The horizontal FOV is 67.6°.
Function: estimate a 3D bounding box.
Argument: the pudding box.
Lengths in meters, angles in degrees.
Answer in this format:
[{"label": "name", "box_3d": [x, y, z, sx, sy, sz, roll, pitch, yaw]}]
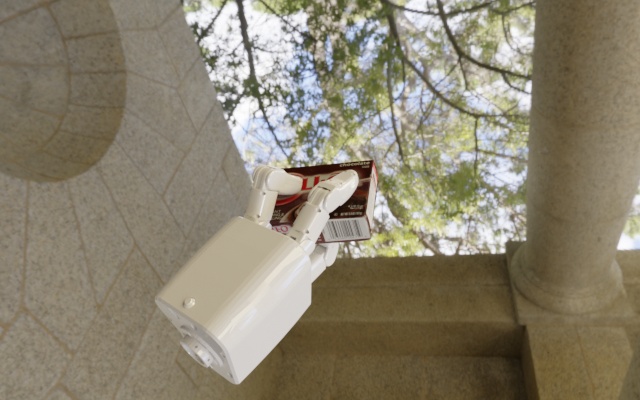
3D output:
[{"label": "pudding box", "box_3d": [0.000, 0.002, 0.496, 0.113, 0.039, 0.090, -3, 42, 15]}]
